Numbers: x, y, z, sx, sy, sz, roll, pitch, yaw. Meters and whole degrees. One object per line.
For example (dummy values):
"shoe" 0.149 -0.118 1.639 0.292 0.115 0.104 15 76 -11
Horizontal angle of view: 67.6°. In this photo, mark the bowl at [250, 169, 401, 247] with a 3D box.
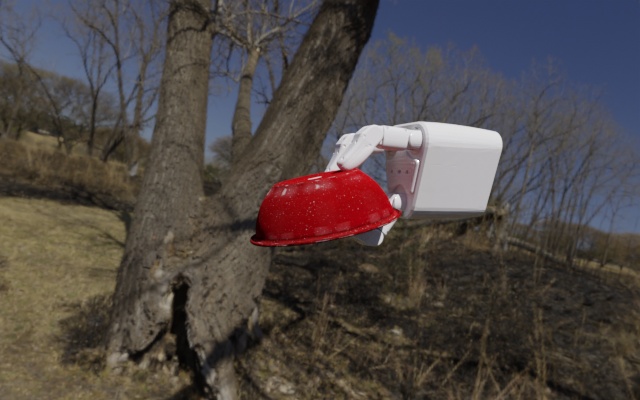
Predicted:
"bowl" -0.001 0.002 0.501 0.162 0.055 0.162 -11 7 1
